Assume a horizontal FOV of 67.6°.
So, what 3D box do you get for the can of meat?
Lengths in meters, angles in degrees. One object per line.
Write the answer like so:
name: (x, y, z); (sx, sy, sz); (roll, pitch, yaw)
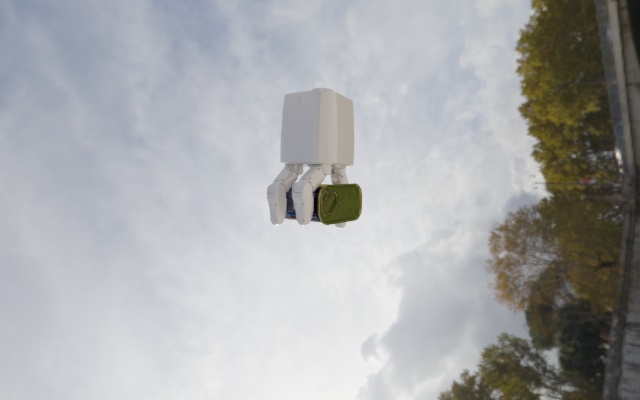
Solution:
can of meat: (0.000, 0.002, 0.723); (0.084, 0.057, 0.102); (4, 7, 40)
